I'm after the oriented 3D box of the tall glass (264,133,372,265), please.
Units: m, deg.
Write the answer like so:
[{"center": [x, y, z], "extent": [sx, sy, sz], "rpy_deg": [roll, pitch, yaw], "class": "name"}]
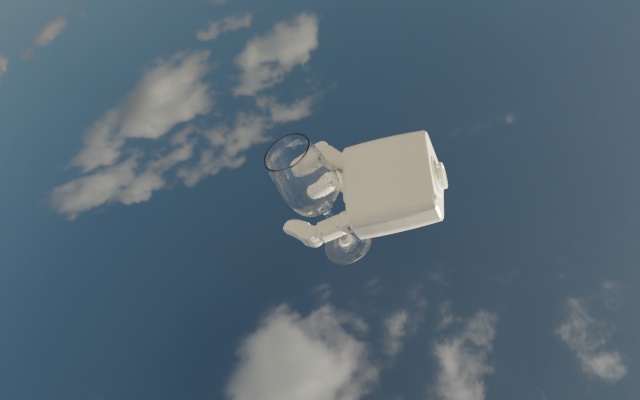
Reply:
[{"center": [0.000, 0.003, 0.635], "extent": [0.079, 0.079, 0.201], "rpy_deg": [0, -37, 32], "class": "tall glass"}]
